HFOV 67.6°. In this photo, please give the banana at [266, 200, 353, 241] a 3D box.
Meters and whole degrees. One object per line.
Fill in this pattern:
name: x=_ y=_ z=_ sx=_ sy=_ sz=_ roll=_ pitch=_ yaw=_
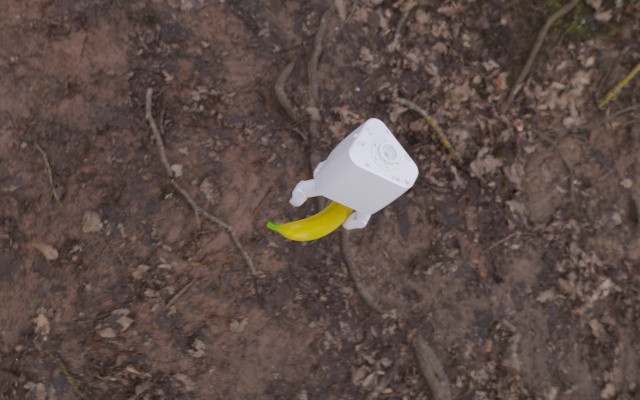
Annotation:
banana: x=0.008 y=0.019 z=0.804 sx=0.197 sy=0.069 sz=0.037 roll=-28 pitch=-12 yaw=-32
